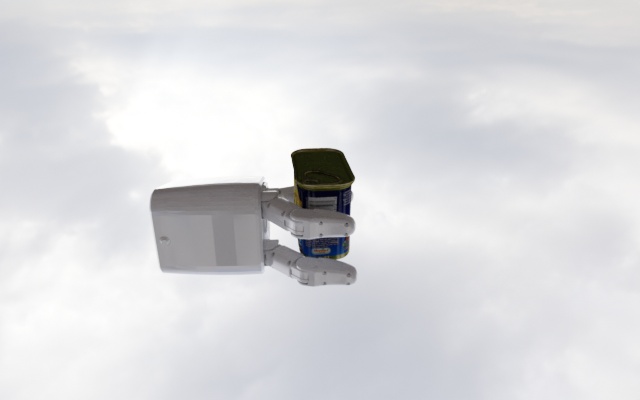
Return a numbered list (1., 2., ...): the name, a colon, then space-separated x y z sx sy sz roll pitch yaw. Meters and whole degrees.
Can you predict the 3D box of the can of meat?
1. can of meat: 0.000 0.002 0.494 0.057 0.084 0.102 -2 26 -7
